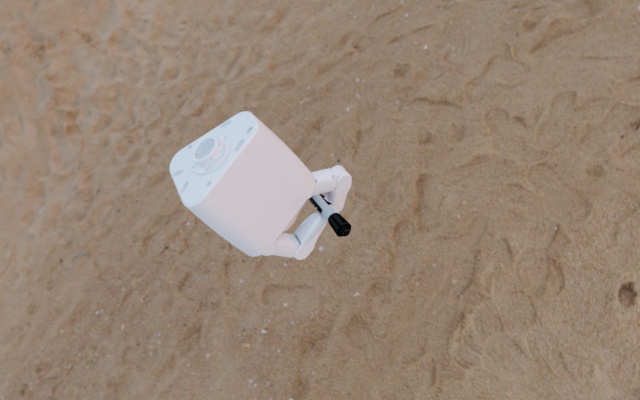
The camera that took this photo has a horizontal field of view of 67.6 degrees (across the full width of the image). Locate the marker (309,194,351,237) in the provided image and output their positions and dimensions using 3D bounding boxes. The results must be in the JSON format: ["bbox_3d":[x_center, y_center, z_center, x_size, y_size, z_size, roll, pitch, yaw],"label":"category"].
[{"bbox_3d":[0.000,0.002,0.546,0.020,0.020,0.121,0,33,-33],"label":"marker"}]
